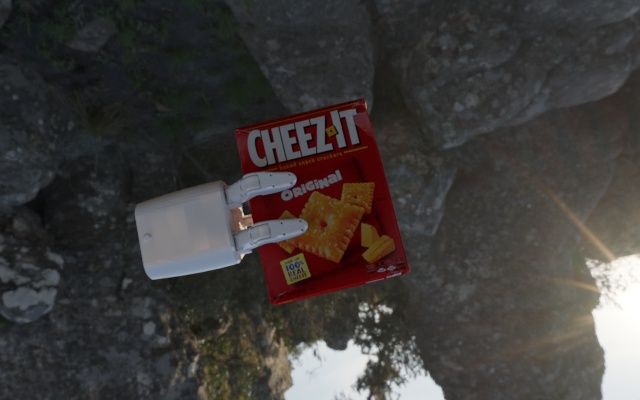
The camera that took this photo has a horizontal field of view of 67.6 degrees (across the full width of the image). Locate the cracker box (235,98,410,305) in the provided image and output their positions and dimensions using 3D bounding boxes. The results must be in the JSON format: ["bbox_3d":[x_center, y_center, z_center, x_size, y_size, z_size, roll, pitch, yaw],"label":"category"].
[{"bbox_3d":[0.000,0.002,0.575,0.164,0.213,0.072,-13,-9,0],"label":"cracker box"}]
